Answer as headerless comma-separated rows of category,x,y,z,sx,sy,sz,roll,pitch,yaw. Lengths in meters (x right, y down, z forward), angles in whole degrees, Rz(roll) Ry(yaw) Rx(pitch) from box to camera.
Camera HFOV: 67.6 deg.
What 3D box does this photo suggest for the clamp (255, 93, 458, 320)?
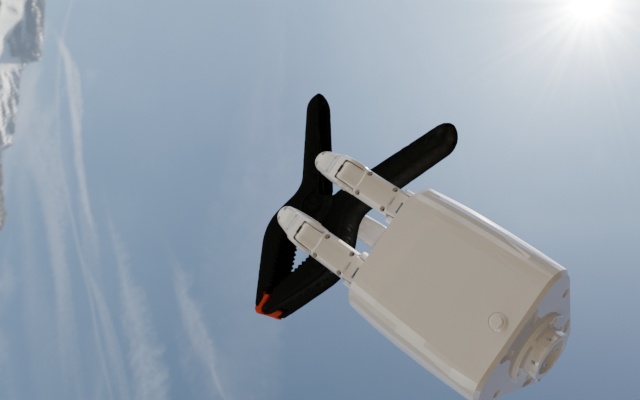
clamp,0.000,0.002,0.416,0.036,0.210,0.164,32,2,-44
